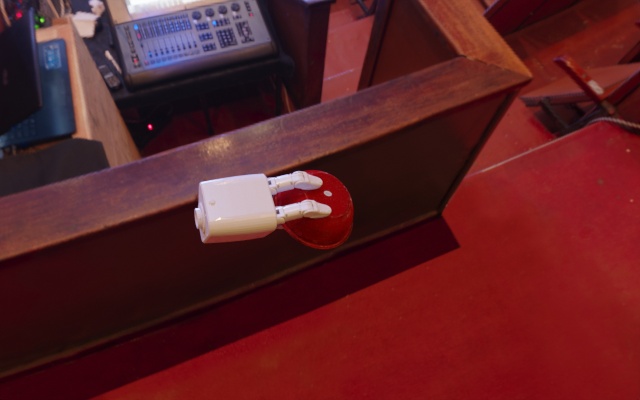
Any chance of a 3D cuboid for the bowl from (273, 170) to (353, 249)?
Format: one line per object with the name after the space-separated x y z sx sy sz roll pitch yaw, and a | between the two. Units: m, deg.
0.001 0.002 0.848 0.162 0.162 0.055 0 -31 -32 | bowl
